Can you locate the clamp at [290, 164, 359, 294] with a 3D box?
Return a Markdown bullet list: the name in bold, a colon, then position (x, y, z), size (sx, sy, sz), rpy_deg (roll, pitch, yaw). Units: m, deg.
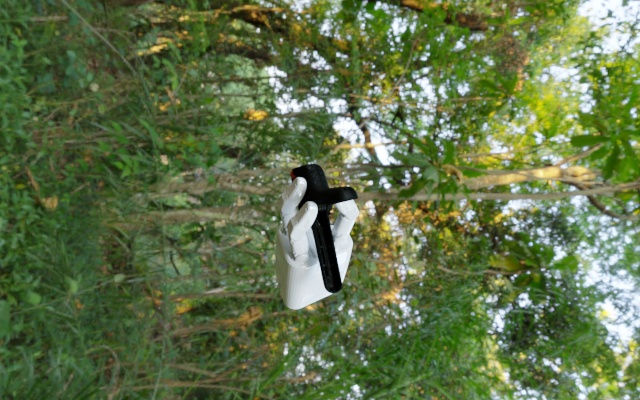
- **clamp**: position (0.001, 0.002, 0.678), size (0.036, 0.165, 0.209), rpy_deg (-4, 41, -19)
